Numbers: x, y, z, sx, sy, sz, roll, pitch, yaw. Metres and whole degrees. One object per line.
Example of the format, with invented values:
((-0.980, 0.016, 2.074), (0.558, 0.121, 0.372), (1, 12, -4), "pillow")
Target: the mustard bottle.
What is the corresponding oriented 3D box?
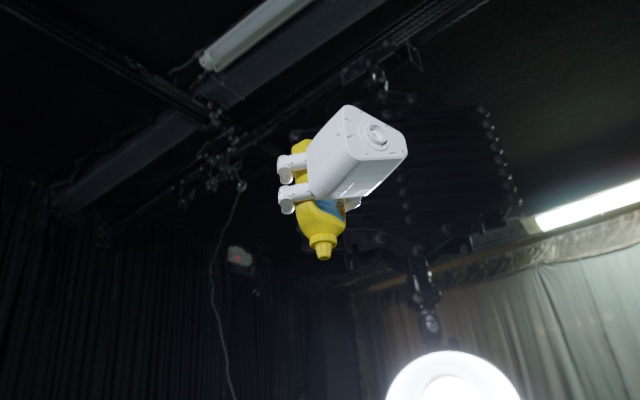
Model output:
((0.000, 0.002, 0.757), (0.058, 0.191, 0.096), (-24, -35, 31), "mustard bottle")
